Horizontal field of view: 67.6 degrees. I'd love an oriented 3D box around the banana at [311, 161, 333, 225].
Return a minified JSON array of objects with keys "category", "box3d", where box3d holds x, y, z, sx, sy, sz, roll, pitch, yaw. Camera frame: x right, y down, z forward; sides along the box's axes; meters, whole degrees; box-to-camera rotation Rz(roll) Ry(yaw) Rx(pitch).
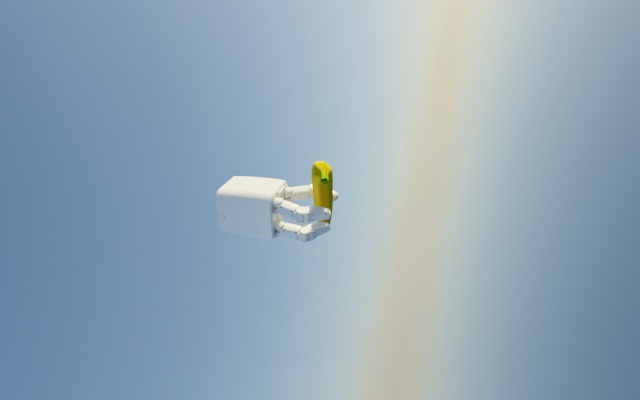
[{"category":"banana","box3d":[0.002,-0.015,0.847,0.037,0.069,0.198,5,-27,6]}]
